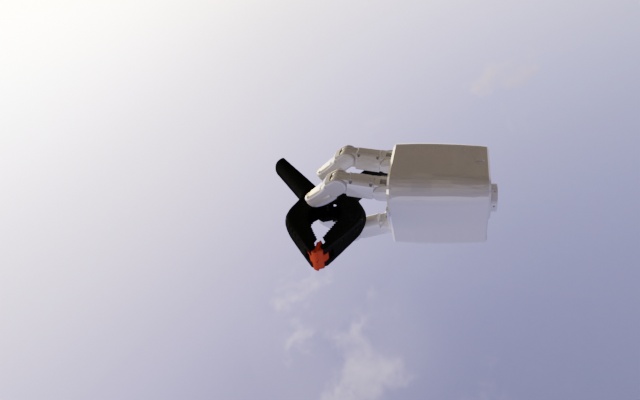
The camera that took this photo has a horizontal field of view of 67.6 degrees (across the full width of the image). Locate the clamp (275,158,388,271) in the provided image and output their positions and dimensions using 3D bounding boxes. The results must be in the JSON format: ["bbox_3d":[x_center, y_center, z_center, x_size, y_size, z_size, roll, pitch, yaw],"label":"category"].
[{"bbox_3d":[0.000,0.003,0.588,0.164,0.036,0.209,2,37,15],"label":"clamp"}]
